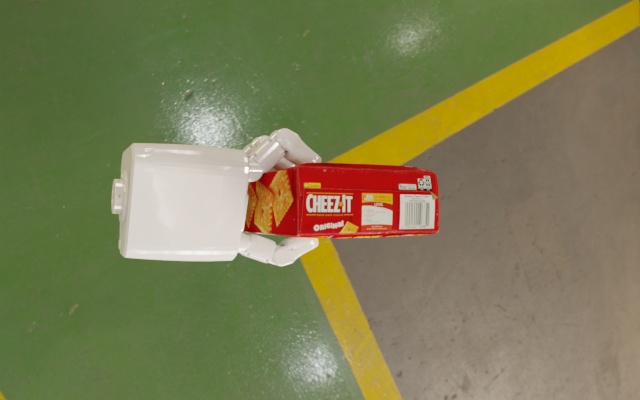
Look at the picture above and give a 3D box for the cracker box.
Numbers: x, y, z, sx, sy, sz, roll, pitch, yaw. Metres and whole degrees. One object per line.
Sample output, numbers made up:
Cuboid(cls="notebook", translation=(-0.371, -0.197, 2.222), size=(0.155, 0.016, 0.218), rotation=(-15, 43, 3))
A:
Cuboid(cls="cracker box", translation=(0.000, 0.002, 0.538), size=(0.164, 0.072, 0.213), rotation=(0, -1, -28))
